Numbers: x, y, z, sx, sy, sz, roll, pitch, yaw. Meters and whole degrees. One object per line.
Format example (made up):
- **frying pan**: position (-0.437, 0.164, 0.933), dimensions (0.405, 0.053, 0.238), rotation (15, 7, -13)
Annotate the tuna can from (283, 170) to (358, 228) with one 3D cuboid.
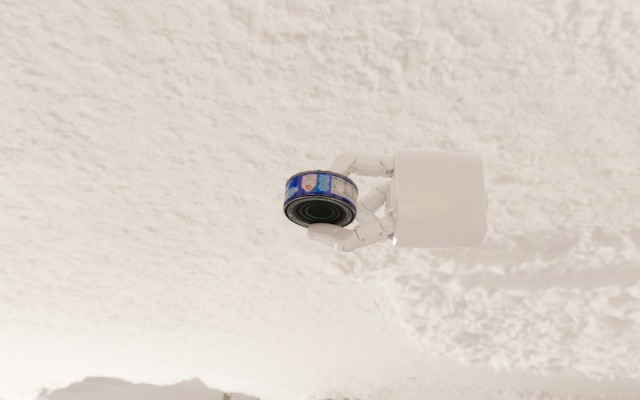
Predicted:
- **tuna can**: position (0.000, 0.002, 0.549), dimensions (0.086, 0.033, 0.086), rotation (4, -29, 2)
